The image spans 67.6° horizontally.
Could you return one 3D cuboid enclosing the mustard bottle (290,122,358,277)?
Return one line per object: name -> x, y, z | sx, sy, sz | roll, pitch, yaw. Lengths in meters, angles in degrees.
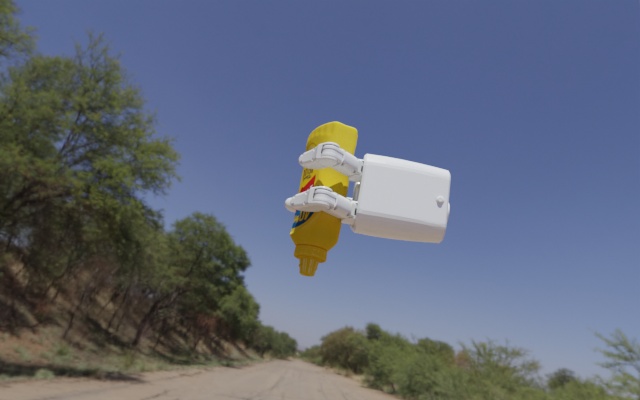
mustard bottle -> 0.000, 0.002, 0.612 | 0.058, 0.191, 0.096 | 17, -19, -22
